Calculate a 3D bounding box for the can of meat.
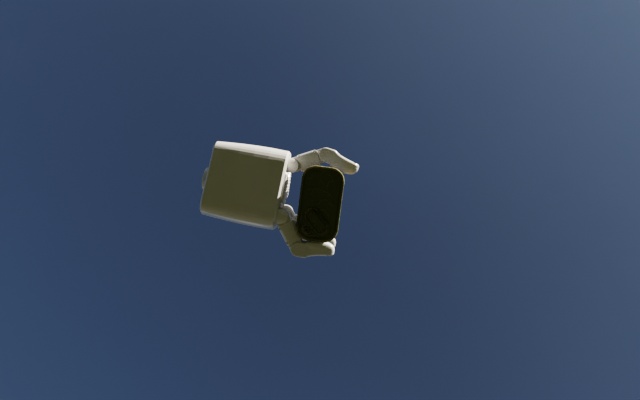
[{"bbox_3d":[0.000,0.002,0.679,0.057,0.102,0.084,7,4,1],"label":"can of meat"}]
